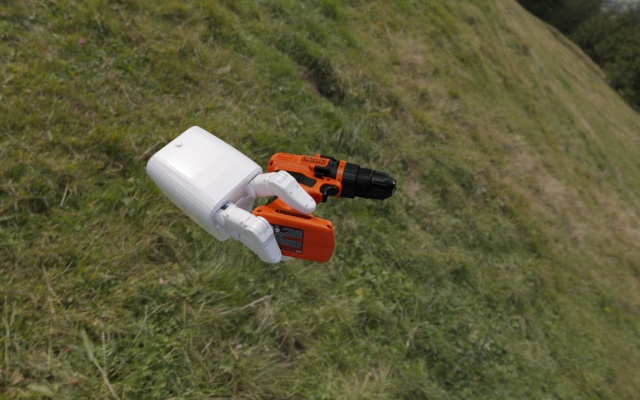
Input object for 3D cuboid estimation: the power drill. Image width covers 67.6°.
[{"bbox_3d":[0.000,0.002,0.623,0.184,0.057,0.187,9,31,10],"label":"power drill"}]
